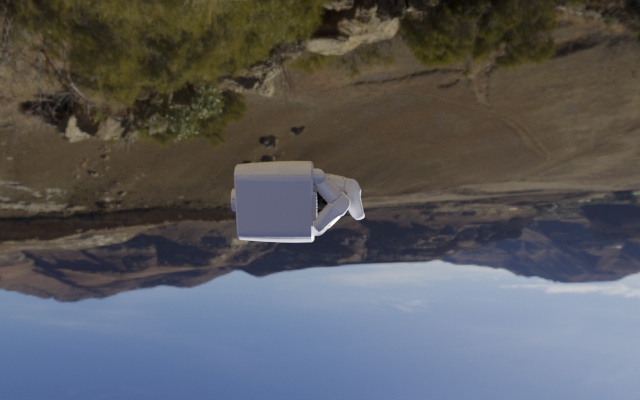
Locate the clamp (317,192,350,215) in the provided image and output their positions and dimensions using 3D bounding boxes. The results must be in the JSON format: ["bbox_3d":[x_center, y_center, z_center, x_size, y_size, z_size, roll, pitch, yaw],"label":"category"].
[{"bbox_3d":[0.000,0.003,0.772,0.120,0.039,0.171,2,-5,0],"label":"clamp"}]
